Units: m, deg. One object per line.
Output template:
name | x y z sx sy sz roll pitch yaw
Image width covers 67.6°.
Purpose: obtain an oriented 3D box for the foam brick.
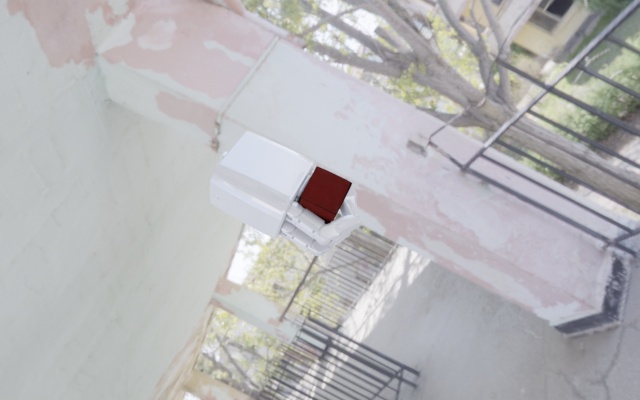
foam brick | 0.000 0.002 0.624 0.051 0.053 0.078 27 -28 1
